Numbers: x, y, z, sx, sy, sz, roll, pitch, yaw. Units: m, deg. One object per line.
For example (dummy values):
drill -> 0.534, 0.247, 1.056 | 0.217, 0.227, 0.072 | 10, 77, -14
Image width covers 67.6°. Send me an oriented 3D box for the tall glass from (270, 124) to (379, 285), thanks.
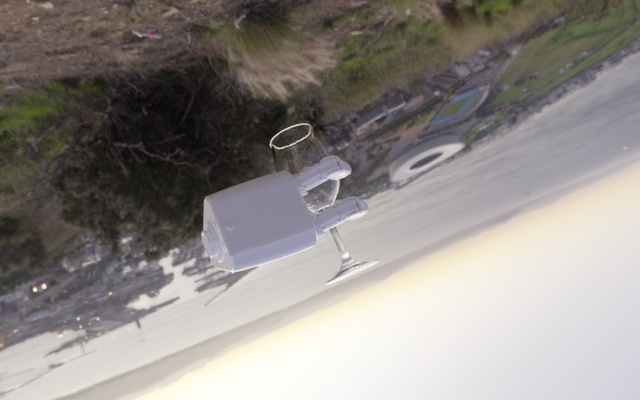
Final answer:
tall glass -> 0.000, 0.003, 0.619 | 0.079, 0.201, 0.079 | -23, -12, -5
